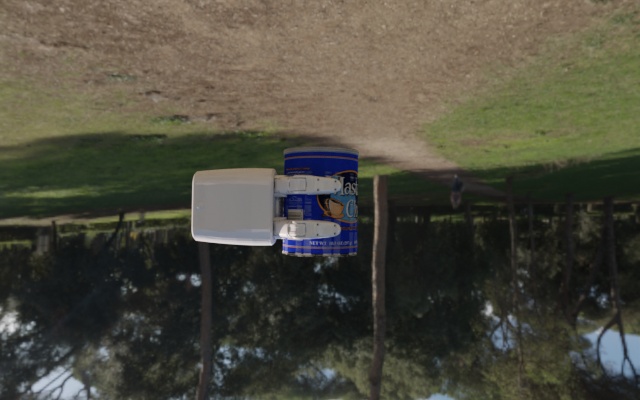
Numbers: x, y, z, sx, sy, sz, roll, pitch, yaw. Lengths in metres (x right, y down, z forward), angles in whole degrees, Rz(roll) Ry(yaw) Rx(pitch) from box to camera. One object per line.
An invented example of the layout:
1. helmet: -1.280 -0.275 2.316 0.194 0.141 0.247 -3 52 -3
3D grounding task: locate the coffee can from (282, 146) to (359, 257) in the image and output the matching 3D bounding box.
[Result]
1. coffee can: 0.000 0.002 0.650 0.103 0.140 0.103 1 -1 0
